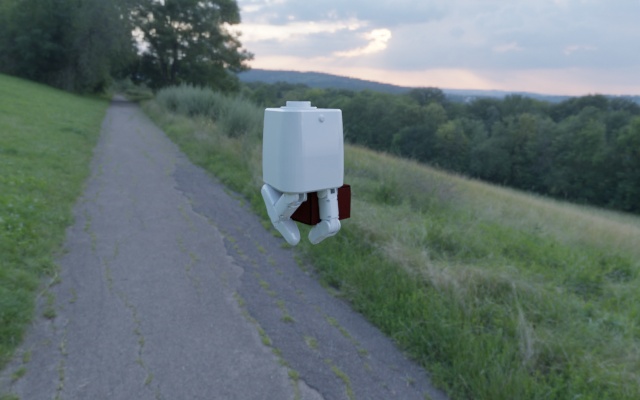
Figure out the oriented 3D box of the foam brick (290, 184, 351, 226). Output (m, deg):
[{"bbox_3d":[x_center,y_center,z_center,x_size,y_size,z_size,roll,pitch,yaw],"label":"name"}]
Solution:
[{"bbox_3d":[0.000,0.002,0.702,0.078,0.051,0.053,-9,15,-39],"label":"foam brick"}]
